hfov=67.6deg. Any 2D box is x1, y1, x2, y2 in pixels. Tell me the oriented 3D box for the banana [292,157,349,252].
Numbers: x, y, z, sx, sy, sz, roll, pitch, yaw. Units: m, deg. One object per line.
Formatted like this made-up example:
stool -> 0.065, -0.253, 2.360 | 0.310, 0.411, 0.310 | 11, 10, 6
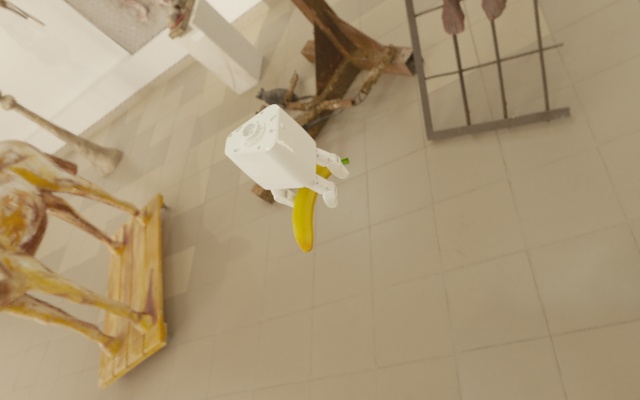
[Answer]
banana -> -0.014, -0.003, 0.863 | 0.069, 0.197, 0.037 | 10, -23, 33
